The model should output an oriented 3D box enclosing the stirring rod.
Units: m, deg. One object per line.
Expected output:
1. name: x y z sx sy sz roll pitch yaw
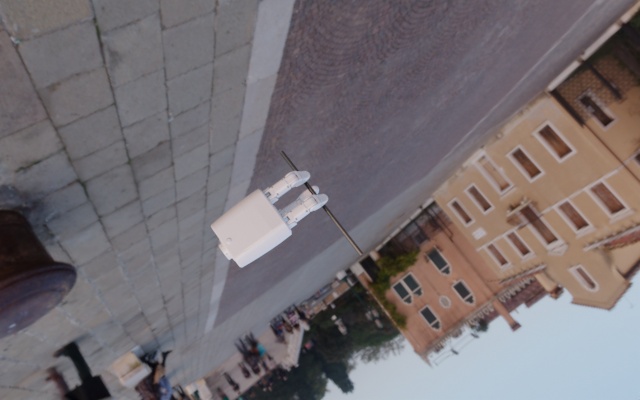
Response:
1. stirring rod: 0.000 0.003 0.867 0.011 0.239 0.011 -36 -11 -8
